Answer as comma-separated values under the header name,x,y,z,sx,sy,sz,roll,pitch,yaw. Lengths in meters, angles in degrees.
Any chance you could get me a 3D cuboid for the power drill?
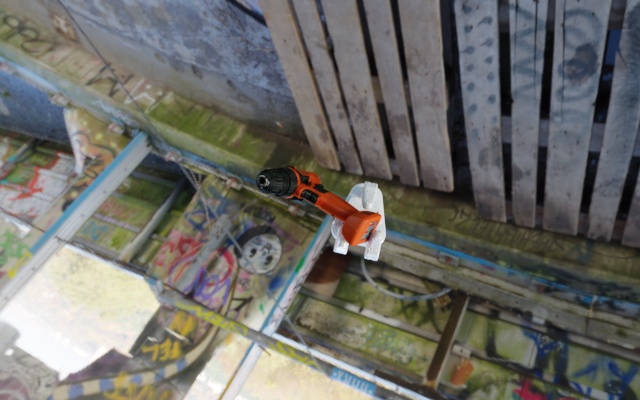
name,x,y,z,sx,sy,sz,roll,pitch,yaw
power drill,0.001,0.003,0.801,0.187,0.057,0.184,34,15,20
